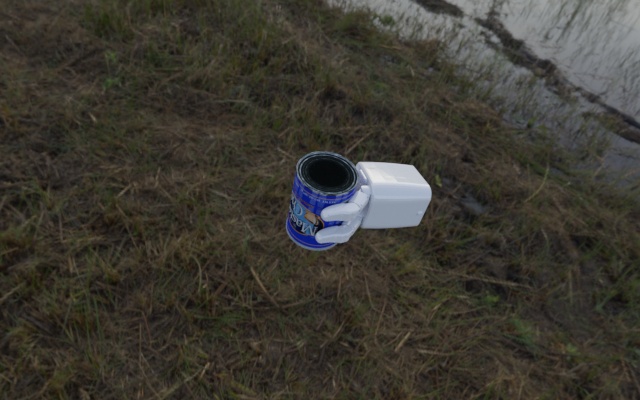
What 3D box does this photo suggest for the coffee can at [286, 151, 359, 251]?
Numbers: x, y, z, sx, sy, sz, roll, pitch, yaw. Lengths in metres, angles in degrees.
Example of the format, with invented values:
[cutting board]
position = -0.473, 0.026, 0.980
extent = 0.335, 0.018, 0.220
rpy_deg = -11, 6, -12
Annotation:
[coffee can]
position = 0.000, 0.003, 0.811
extent = 0.103, 0.102, 0.140
rpy_deg = 0, -43, -13
